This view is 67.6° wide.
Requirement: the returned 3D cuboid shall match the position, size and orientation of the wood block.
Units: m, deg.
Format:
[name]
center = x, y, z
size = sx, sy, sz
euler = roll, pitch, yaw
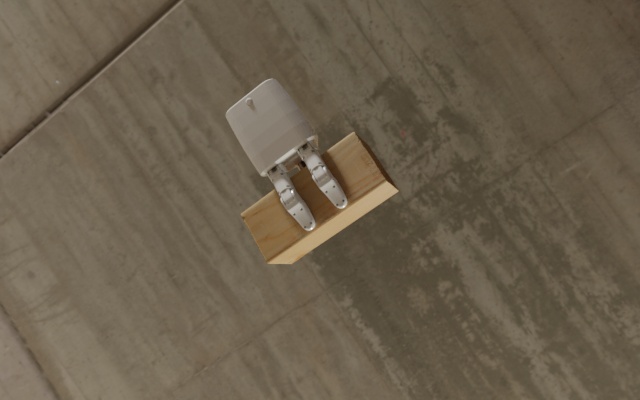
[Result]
[wood block]
center = 0.000, 0.002, 0.709
size = 0.206, 0.090, 0.091
euler = -35, -17, 13
